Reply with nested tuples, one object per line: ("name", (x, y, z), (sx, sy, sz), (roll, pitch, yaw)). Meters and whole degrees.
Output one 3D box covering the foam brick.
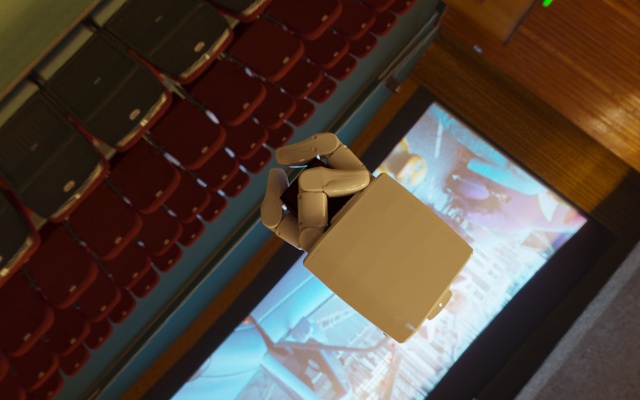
("foam brick", (0.000, 0.001, 0.462), (0.051, 0.053, 0.078), (40, -5, 9))
